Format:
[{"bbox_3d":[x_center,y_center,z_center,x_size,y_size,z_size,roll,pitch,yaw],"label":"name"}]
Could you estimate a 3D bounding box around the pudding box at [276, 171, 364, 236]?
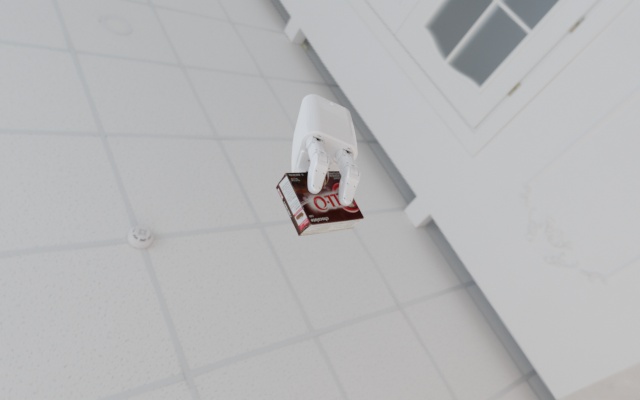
[{"bbox_3d":[0.000,0.002,0.714,0.113,0.090,0.039,-7,-31,-41],"label":"pudding box"}]
